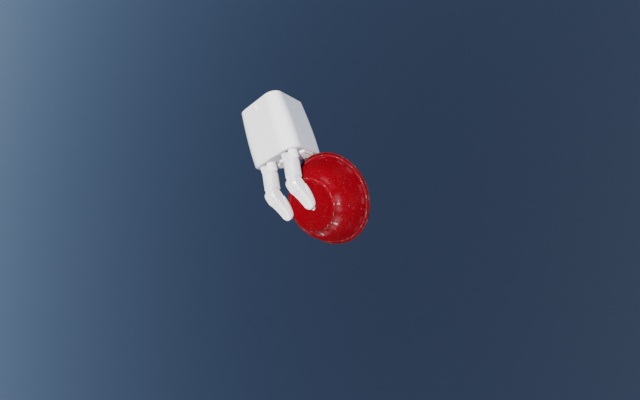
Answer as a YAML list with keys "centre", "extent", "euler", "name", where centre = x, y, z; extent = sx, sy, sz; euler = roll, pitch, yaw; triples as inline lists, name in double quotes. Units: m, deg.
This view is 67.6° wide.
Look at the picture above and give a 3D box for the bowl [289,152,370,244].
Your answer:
- centre: [0.001, 0.004, 0.800]
  extent: [0.162, 0.162, 0.055]
  euler: [0, 13, 36]
  name: "bowl"
